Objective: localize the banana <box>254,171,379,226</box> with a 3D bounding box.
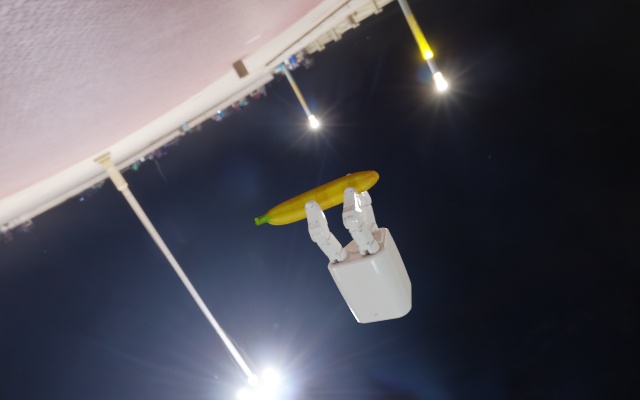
[{"bbox_3d":[-0.002,0.000,0.734,0.198,0.037,0.069,-23,9,8],"label":"banana"}]
